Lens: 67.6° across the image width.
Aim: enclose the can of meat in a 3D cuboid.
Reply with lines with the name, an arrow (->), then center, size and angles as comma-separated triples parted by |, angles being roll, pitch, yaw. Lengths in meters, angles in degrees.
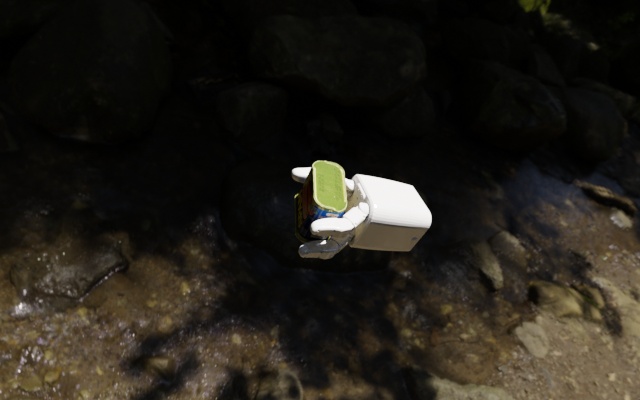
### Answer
can of meat -> 0.000, 0.002, 0.722 | 0.057, 0.102, 0.084 | 11, -43, -16
